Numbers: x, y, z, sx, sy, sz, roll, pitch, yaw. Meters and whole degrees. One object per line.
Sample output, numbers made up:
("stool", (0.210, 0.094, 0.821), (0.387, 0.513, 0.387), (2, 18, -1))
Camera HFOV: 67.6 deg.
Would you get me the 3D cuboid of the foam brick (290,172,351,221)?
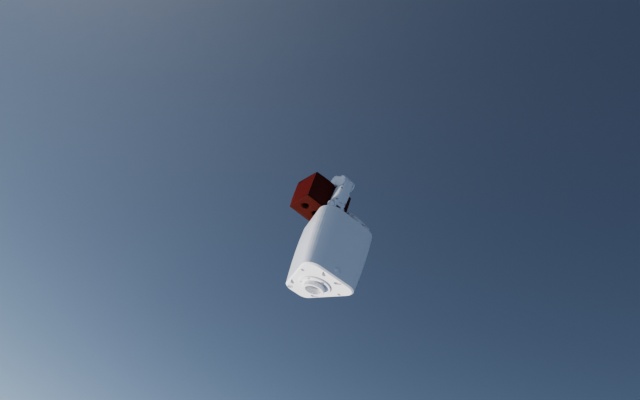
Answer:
("foam brick", (0.000, 0.002, 0.766), (0.078, 0.051, 0.053), (37, -39, -20))
